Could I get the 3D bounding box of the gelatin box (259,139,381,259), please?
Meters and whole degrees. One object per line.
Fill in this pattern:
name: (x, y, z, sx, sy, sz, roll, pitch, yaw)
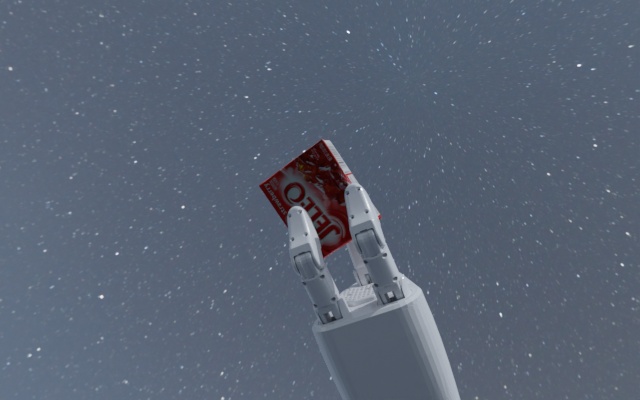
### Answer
gelatin box: (0.000, 0.001, 0.430, 0.073, 0.089, 0.030, -35, -5, 15)
